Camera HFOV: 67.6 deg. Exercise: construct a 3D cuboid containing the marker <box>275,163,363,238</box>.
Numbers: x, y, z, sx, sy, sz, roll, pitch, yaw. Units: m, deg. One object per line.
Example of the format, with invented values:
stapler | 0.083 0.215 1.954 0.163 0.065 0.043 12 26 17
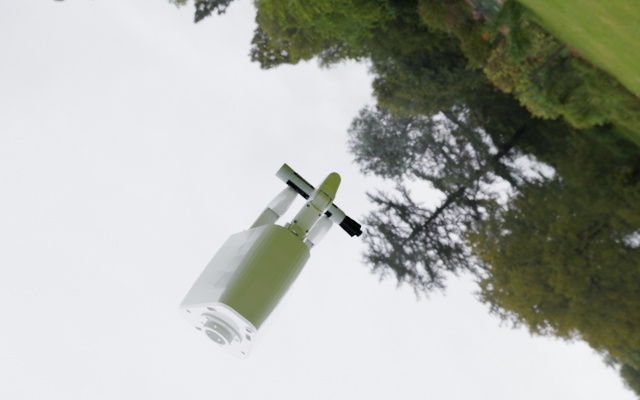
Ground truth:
marker | 0.000 0.002 0.548 0.121 0.020 0.020 39 -6 -7
